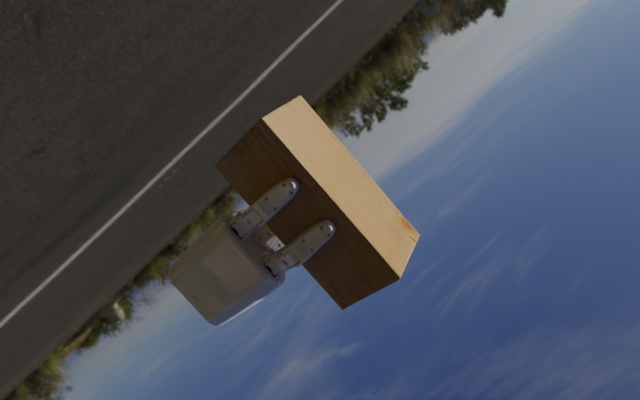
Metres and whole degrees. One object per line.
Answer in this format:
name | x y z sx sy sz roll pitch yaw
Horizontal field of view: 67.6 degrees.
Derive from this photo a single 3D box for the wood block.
wood block | 0.000 0.002 0.519 0.090 0.206 0.090 -37 7 35
